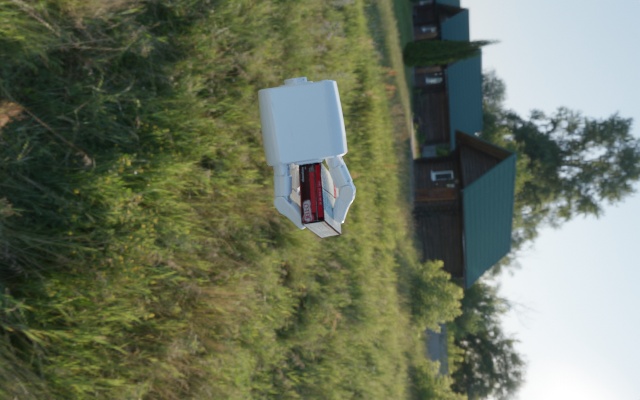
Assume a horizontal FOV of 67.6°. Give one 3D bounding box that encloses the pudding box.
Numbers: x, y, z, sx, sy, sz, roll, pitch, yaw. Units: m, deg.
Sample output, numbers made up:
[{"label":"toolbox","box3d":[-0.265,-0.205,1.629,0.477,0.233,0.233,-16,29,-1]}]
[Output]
[{"label":"pudding box","box3d":[0.000,0.002,0.714,0.039,0.090,0.113,-7,-17,15]}]
